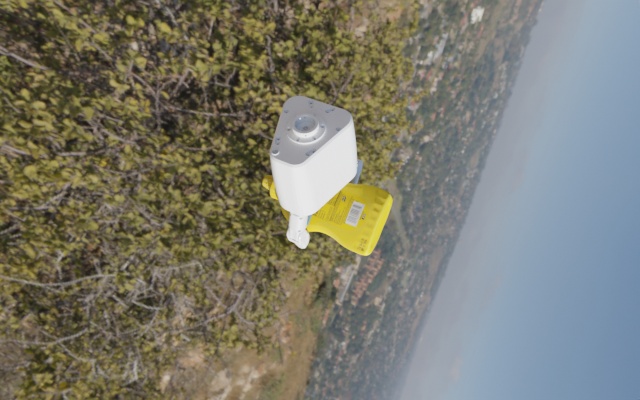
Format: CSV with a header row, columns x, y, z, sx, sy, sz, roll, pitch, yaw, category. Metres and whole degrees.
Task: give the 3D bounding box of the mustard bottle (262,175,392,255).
x,y,z,sx,sy,sz,roll,pitch,yaw,category
0.000,0.002,0.696,0.191,0.096,0.058,21,-4,18,mustard bottle
